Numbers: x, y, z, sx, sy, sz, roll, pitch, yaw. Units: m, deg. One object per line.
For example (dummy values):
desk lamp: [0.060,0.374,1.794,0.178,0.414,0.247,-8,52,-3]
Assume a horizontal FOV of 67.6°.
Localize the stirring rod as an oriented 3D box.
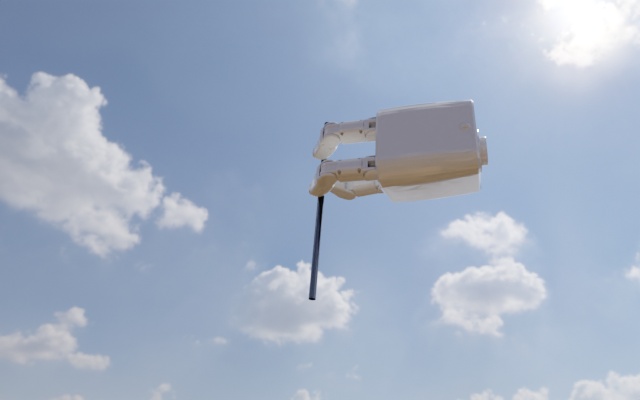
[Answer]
stirring rod: [0.000,0.002,0.568,0.011,0.239,0.011,4,-31,2]
